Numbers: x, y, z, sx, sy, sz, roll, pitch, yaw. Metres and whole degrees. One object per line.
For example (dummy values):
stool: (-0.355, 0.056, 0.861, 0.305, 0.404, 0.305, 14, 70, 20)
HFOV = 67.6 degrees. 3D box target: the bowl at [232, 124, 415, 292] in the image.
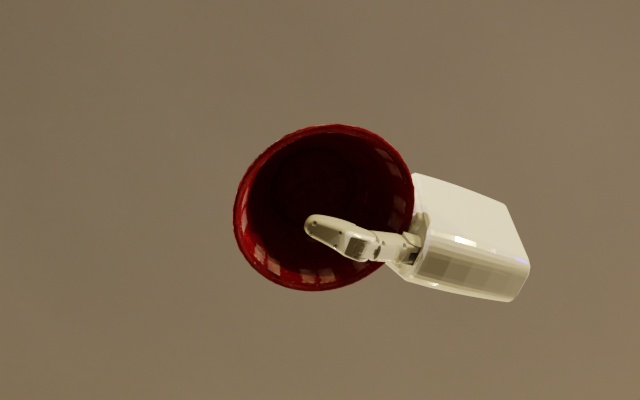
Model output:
bowl: (-0.001, 0.001, 0.433, 0.162, 0.162, 0.055, 0, 26, -14)
